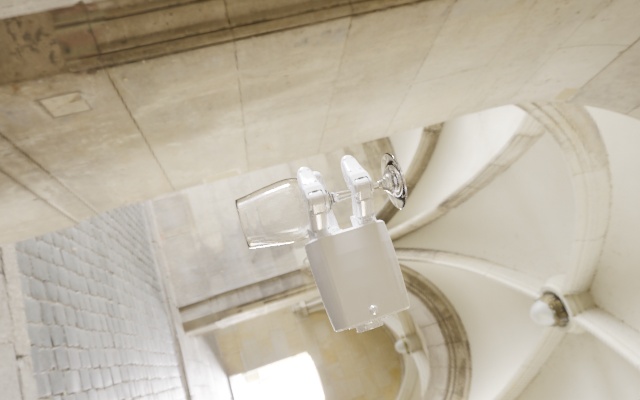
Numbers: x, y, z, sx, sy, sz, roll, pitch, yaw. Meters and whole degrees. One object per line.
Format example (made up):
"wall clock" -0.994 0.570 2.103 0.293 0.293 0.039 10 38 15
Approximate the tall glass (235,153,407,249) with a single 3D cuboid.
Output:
"tall glass" 0.001 0.002 0.589 0.201 0.079 0.079 -16 3 -11
